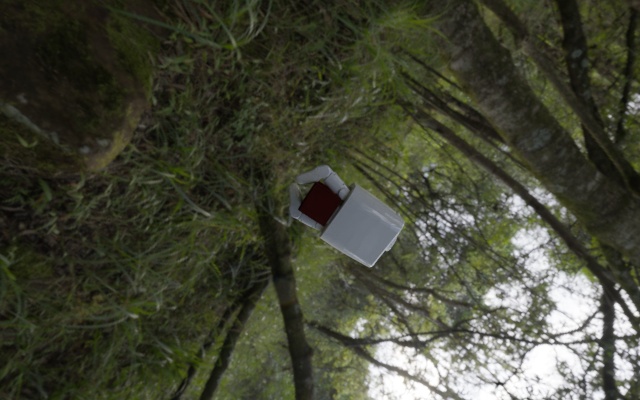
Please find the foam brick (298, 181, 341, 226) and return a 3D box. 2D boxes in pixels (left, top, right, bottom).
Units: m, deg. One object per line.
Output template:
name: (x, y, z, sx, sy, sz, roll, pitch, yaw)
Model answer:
foam brick: (0.000, 0.003, 0.795, 0.051, 0.053, 0.078, 34, 8, -2)
